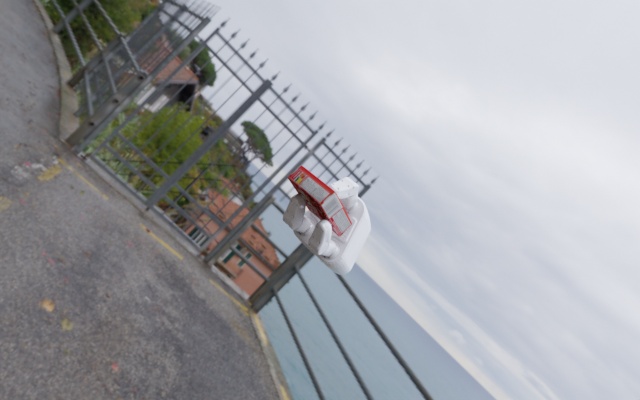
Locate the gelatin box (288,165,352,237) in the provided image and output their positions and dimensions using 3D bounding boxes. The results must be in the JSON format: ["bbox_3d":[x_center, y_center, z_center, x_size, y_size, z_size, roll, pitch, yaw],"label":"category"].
[{"bbox_3d":[0.000,0.002,0.658,0.073,0.030,0.089,40,-12,36],"label":"gelatin box"}]
